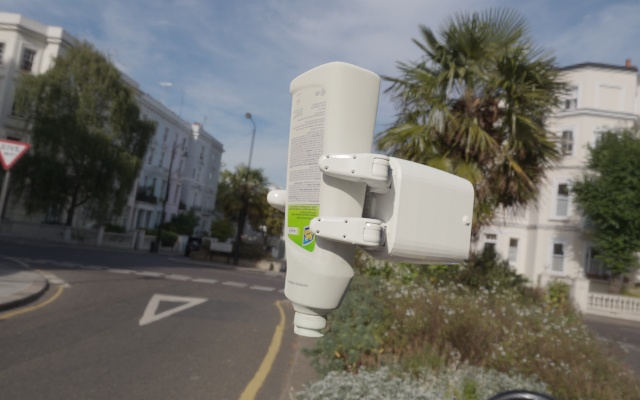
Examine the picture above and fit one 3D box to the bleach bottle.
[{"bbox_3d":[0.000,0.001,0.466,0.068,0.251,0.102,10,-6,-29],"label":"bleach bottle"}]
